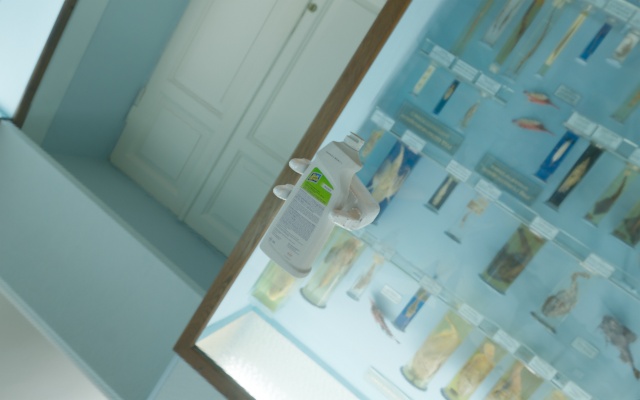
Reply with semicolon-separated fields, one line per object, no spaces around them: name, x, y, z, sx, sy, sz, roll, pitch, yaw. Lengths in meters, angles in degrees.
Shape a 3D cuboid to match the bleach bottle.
bleach bottle;0.000;0.003;0.801;0.102;0.251;0.068;37;14;14
